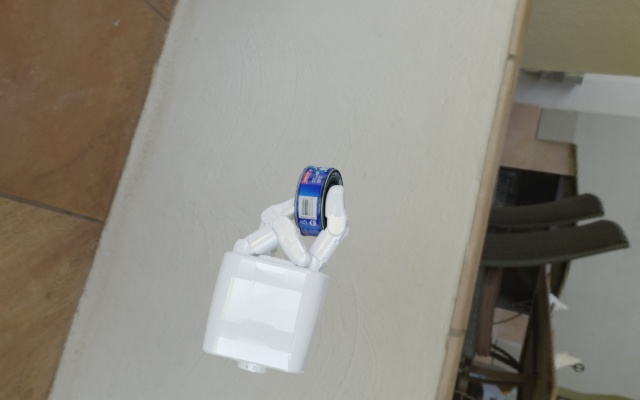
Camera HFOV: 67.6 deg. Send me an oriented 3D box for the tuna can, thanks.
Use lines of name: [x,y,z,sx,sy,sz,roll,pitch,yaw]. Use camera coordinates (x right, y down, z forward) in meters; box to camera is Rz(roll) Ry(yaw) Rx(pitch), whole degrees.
tuna can: [0.001,0.002,0.570,0.034,0.086,0.086,5,2,20]
